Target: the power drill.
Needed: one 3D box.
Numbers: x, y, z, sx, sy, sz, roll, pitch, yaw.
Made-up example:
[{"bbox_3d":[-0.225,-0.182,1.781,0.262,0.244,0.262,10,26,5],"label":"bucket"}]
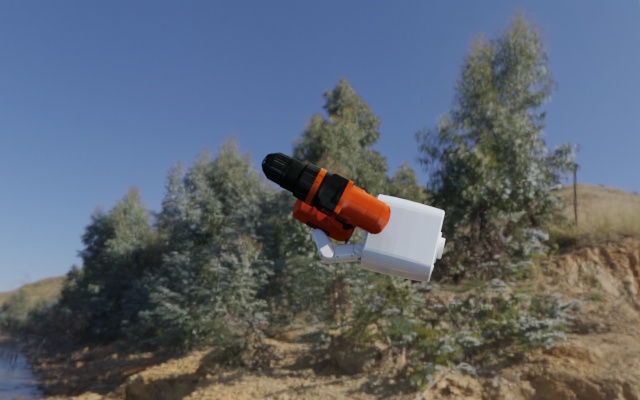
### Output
[{"bbox_3d":[0.000,0.002,0.700,0.184,0.057,0.188,29,-11,1],"label":"power drill"}]
